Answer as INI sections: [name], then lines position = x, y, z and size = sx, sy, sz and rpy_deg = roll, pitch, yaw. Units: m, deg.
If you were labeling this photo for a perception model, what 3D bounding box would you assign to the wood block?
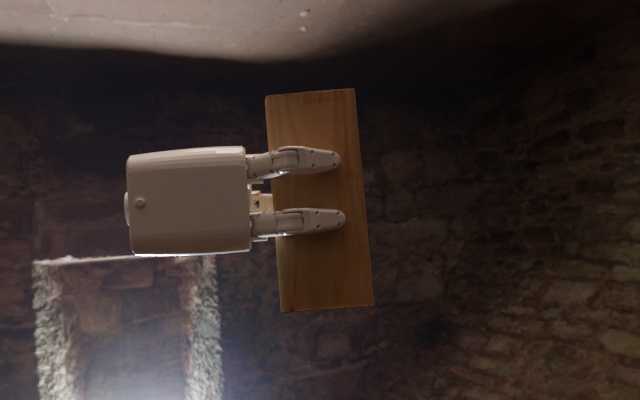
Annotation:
[wood block]
position = 0.000, 0.002, 0.491
size = 0.090, 0.206, 0.091
rpy_deg = -5, -5, 2
